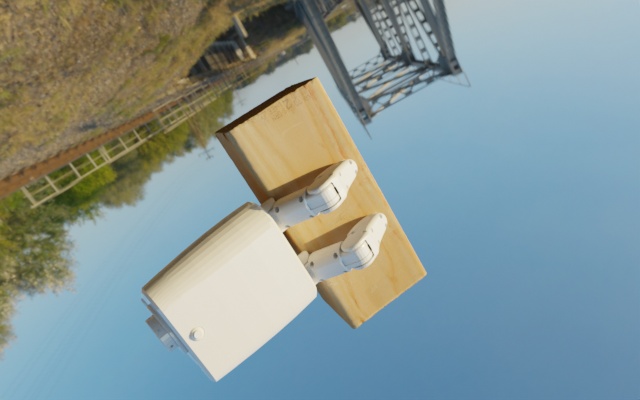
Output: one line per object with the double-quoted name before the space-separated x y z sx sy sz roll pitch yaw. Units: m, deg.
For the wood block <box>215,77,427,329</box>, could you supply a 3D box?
"wood block" 0.000 0.002 0.446 0.090 0.206 0.091 -35 18 -11
